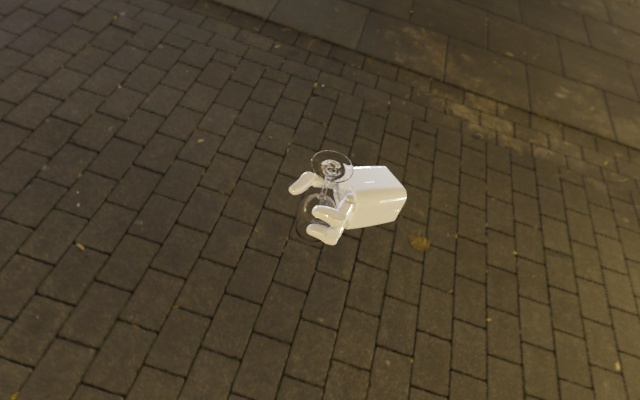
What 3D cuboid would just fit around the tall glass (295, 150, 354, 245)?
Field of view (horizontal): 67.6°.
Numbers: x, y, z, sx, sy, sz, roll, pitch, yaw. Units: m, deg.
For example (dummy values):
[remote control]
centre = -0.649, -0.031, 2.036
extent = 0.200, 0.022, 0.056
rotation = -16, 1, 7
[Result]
[tall glass]
centre = 0.000, 0.002, 0.887
extent = 0.079, 0.079, 0.201
rotation = 0, -38, -16
